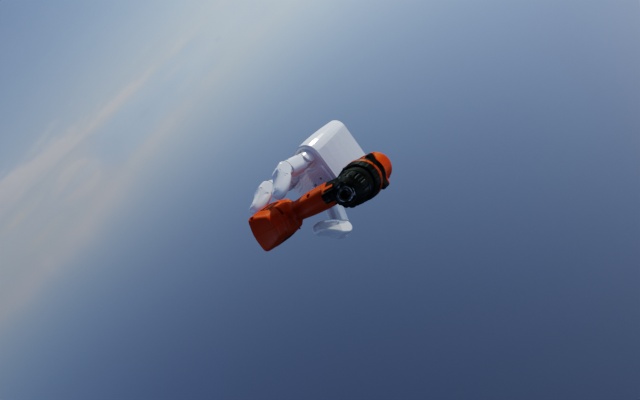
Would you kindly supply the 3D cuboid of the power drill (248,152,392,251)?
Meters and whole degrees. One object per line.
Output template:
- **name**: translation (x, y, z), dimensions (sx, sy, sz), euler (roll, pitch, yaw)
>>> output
- **power drill**: translation (0.000, 0.002, 0.628), dimensions (0.188, 0.057, 0.184), euler (-26, 2, 23)
